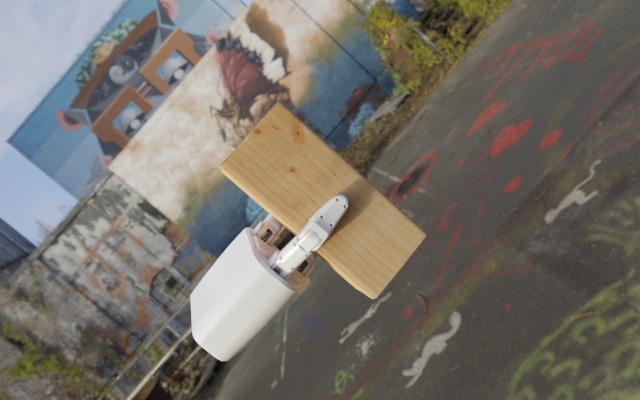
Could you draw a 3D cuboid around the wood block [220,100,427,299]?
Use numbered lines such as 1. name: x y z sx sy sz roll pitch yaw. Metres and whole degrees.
1. wood block: 0.000 0.002 0.520 0.206 0.090 0.091 41 -8 -7
